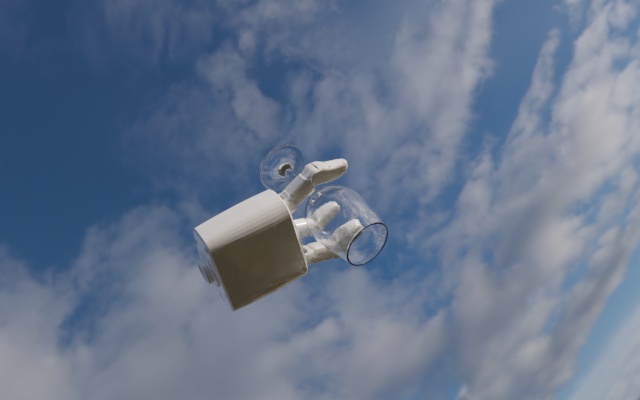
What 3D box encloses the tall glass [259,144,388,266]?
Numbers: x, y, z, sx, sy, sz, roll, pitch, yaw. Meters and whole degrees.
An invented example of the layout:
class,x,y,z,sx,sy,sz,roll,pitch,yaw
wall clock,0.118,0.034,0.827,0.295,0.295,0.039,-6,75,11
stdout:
class,x,y,z,sx,sy,sz,roll,pitch,yaw
tall glass,0.000,0.002,0.624,0.079,0.079,0.201,0,30,-41
